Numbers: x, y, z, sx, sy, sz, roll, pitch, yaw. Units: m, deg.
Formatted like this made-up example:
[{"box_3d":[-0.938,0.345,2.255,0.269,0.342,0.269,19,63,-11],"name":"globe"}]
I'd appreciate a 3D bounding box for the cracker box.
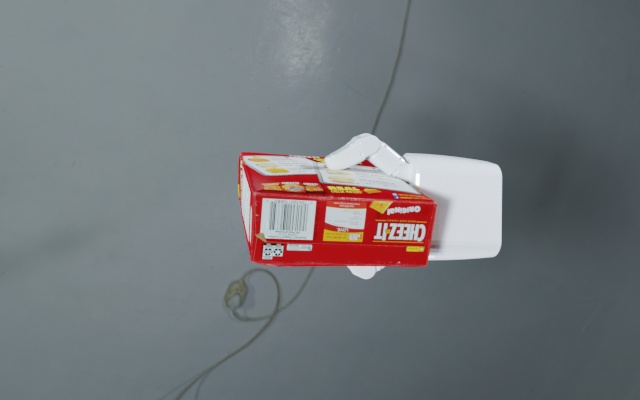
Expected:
[{"box_3d":[0.000,0.002,0.506,0.164,0.072,0.213,2,14,-13],"name":"cracker box"}]
